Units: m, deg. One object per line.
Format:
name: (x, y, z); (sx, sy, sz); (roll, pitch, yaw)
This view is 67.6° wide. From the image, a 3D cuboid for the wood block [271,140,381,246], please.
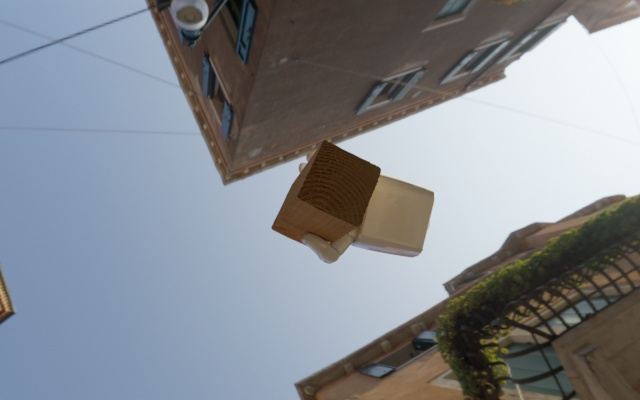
wood block: (0.000, 0.003, 0.703); (0.090, 0.090, 0.206); (26, -20, -7)
